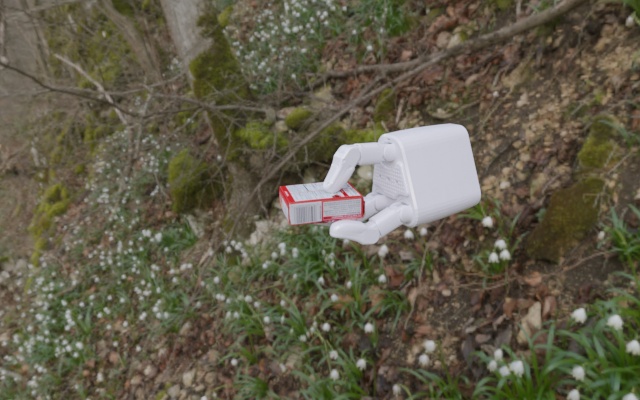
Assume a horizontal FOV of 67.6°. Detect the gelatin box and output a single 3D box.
[{"bbox_3d":[0.000,0.001,0.566,0.089,0.030,0.073,-5,18,-12],"label":"gelatin box"}]
